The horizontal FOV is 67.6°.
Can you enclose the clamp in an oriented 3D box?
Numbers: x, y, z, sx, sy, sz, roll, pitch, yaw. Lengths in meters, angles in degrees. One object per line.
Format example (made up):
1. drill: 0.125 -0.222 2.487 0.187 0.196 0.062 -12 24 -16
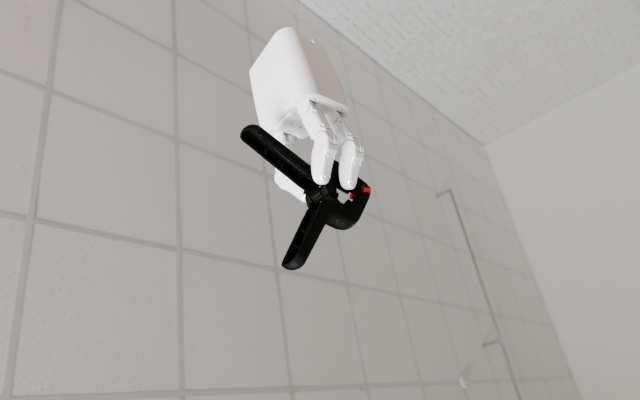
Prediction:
1. clamp: 0.000 0.002 0.574 0.036 0.164 0.210 -26 -20 33
